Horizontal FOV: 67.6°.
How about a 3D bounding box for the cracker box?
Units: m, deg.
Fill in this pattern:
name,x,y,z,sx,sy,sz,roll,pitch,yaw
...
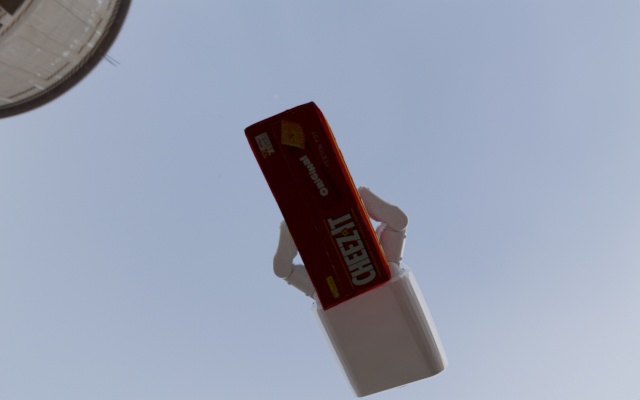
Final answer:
name,x,y,z,sx,sy,sz,roll,pitch,yaw
cracker box,0.000,0.002,0.489,0.072,0.164,0.213,-24,1,0
